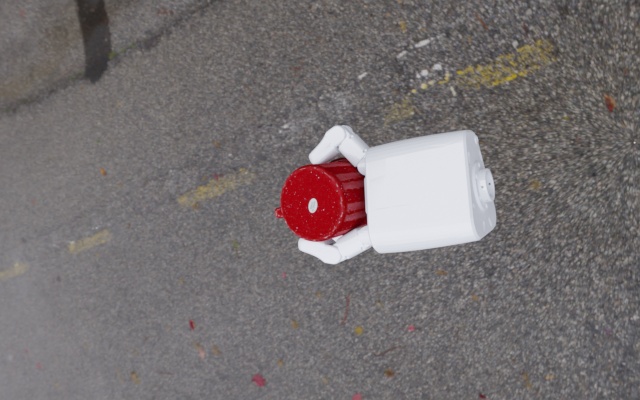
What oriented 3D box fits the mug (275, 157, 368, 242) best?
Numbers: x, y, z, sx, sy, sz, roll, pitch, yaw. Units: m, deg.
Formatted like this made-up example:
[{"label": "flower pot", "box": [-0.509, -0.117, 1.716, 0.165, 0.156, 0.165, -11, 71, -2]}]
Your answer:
[{"label": "mug", "box": [-0.001, 0.002, 0.531, 0.117, 0.093, 0.081, -11, 0, 32]}]
